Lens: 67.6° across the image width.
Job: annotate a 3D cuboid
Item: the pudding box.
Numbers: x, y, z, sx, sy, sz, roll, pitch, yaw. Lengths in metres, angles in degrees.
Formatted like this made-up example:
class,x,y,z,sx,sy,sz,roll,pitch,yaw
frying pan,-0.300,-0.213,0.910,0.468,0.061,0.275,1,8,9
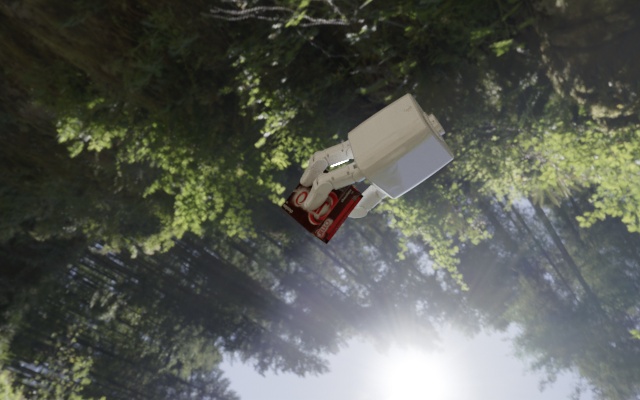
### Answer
class,x,y,z,sx,sy,sz,roll,pitch,yaw
pudding box,0.000,0.002,0.715,0.039,0.090,0.113,40,-3,-33
